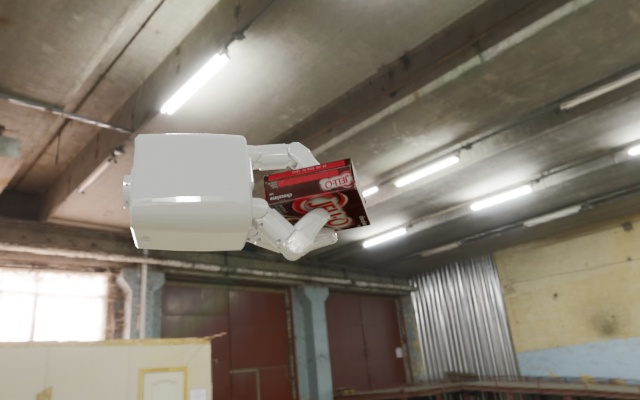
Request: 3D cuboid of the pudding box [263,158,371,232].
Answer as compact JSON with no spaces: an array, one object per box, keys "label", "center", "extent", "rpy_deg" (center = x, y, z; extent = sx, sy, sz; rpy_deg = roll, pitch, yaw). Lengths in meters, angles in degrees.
[{"label":"pudding box","center":[0.000,0.001,0.500],"extent":[0.090,0.039,0.113],"rpy_deg":[-10,-21,10]}]
